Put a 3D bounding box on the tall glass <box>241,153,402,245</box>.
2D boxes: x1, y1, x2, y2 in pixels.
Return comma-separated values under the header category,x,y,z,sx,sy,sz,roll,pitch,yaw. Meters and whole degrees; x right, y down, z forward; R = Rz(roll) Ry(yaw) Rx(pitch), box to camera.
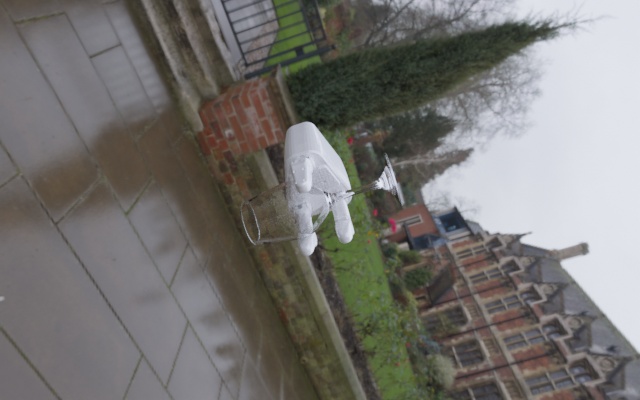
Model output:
category,x,y,z,sx,sy,sz,roll,pitch,yaw
tall glass,0.001,0.002,0.629,0.201,0.079,0.079,-17,-2,6
